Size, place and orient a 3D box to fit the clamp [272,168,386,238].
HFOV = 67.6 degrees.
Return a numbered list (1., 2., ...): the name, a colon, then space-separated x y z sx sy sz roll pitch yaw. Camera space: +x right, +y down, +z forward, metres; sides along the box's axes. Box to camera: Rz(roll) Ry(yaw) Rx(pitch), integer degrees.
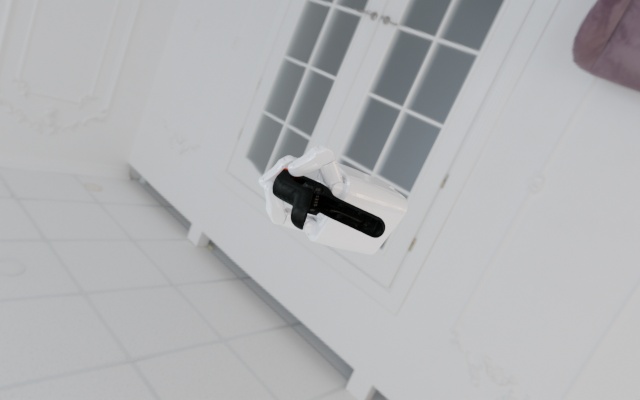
1. clamp: 0.000 0.002 0.584 0.120 0.039 0.171 18 15 -26
